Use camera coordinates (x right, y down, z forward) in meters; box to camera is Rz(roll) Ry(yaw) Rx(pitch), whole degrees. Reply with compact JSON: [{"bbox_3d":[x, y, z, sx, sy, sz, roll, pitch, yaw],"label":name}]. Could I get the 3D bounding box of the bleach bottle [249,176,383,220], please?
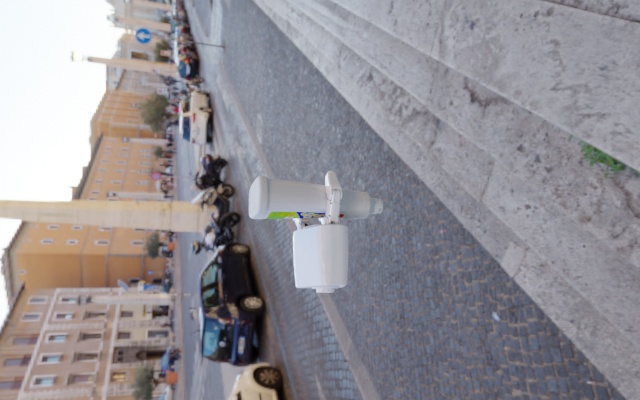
[{"bbox_3d":[0.000,0.003,0.880,0.251,0.068,0.102,3,-14,-19],"label":"bleach bottle"}]
